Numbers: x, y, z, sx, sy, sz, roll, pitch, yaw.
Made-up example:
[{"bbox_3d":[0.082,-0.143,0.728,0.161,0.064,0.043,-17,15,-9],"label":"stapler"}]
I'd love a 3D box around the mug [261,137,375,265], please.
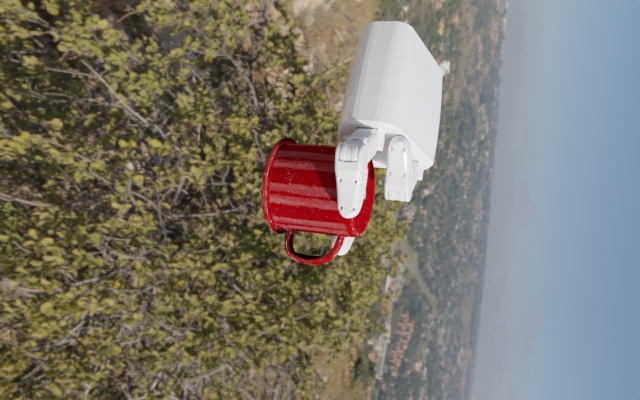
[{"bbox_3d":[0.000,0.003,0.442,0.081,0.117,0.093,6,-13,20],"label":"mug"}]
